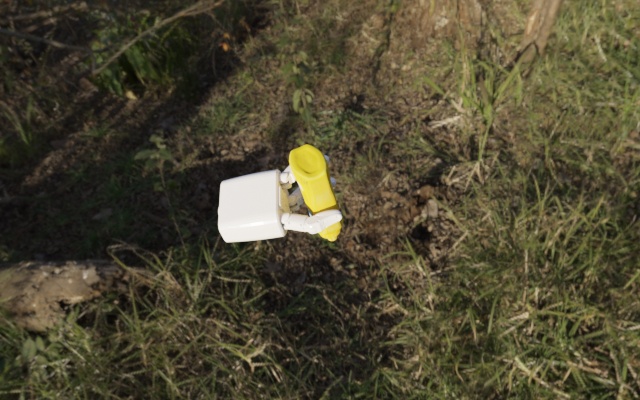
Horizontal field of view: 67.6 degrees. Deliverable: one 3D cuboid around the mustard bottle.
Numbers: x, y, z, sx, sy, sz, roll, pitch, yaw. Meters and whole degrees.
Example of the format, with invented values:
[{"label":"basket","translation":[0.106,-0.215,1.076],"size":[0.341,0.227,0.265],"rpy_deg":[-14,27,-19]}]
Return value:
[{"label":"mustard bottle","translation":[0.000,0.002,0.826],"size":[0.058,0.192,0.096],"rpy_deg":[-25,43,-7]}]
